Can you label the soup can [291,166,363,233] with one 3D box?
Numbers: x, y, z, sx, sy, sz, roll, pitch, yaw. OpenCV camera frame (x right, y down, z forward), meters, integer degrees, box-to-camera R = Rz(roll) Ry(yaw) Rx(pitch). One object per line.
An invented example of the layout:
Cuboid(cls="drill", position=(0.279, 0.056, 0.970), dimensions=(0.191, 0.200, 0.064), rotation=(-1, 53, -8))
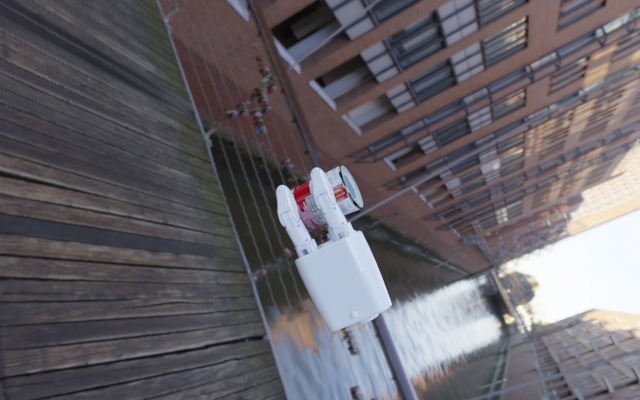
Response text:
Cuboid(cls="soup can", position=(0.000, 0.002, 0.673), dimensions=(0.102, 0.068, 0.068), rotation=(-26, -8, 16))
